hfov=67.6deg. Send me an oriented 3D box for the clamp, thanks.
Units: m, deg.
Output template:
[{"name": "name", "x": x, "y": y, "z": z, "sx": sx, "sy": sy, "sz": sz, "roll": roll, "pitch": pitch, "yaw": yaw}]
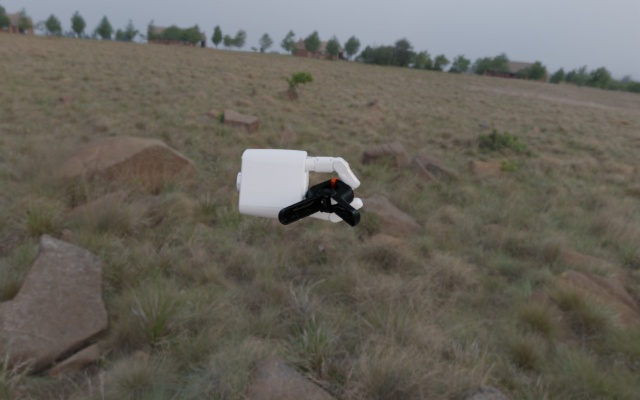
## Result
[{"name": "clamp", "x": 0.000, "y": 0.002, "z": 0.753, "sx": 0.120, "sy": 0.039, "sz": 0.171, "roll": 3, "pitch": 17, "yaw": 1}]
